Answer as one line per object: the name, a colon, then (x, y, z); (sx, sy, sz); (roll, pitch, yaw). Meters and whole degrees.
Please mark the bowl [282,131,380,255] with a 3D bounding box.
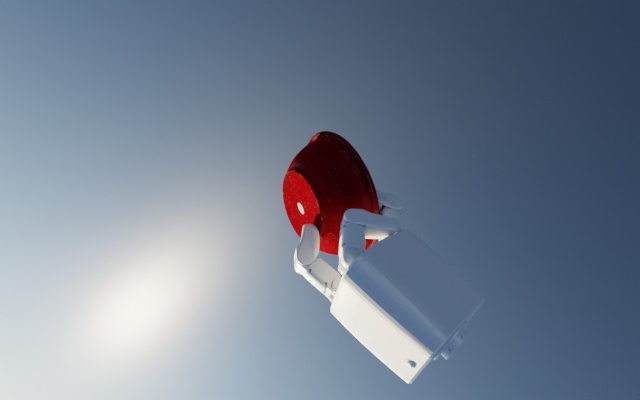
bowl: (-0.001, 0.001, 0.571); (0.055, 0.162, 0.162); (-18, 9, -28)
